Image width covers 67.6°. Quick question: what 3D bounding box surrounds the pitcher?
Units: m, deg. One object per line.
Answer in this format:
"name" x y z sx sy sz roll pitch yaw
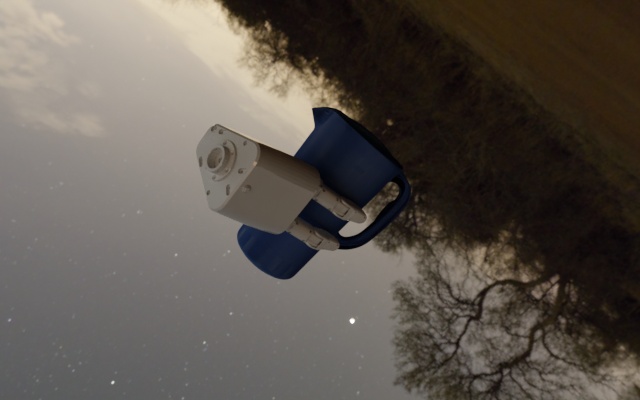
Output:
"pitcher" 0.000 0.002 0.685 0.145 0.243 0.149 24 22 -50
